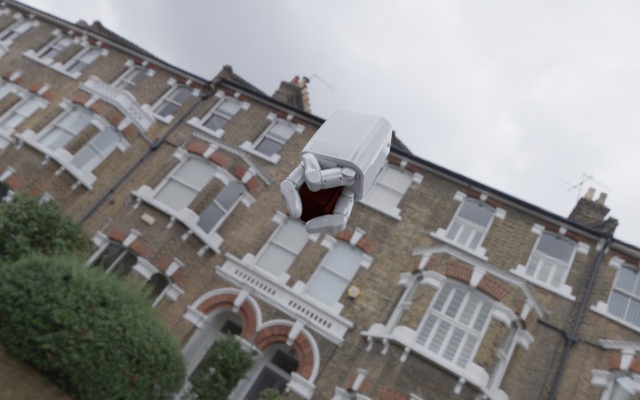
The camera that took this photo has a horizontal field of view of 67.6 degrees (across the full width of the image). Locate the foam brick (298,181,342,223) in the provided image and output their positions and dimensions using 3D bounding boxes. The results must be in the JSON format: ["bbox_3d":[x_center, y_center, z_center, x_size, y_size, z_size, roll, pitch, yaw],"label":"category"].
[{"bbox_3d":[0.000,0.003,0.740,0.053,0.051,0.078,25,-28,17],"label":"foam brick"}]
